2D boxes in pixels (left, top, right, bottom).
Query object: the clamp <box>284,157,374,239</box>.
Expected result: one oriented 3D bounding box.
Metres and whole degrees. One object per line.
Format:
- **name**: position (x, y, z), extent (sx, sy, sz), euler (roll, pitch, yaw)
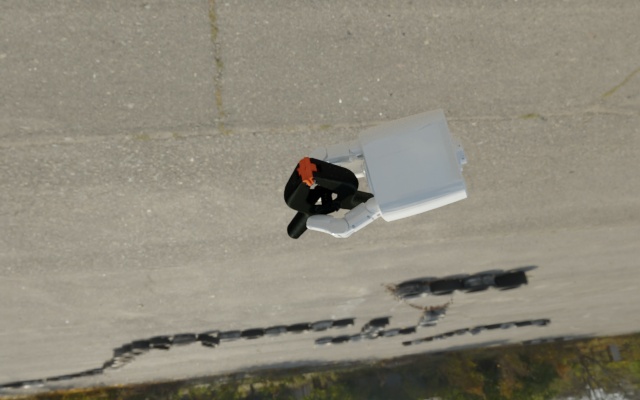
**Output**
- **clamp**: position (0.000, 0.003, 0.627), extent (0.164, 0.036, 0.210), euler (-19, -23, 15)
